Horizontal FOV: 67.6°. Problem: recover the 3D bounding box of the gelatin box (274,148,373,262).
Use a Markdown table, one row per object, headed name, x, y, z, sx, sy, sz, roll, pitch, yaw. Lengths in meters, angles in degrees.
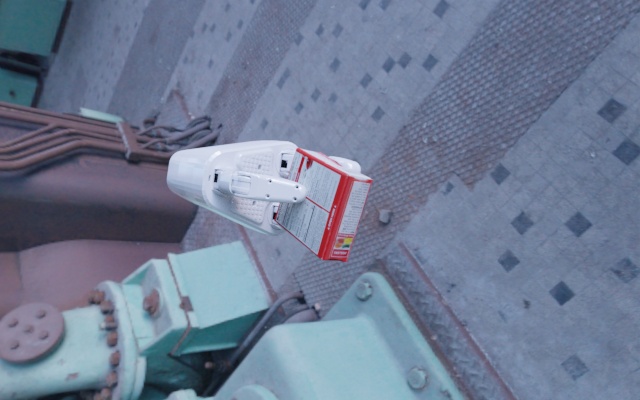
| name | x | y | z | sx | sy | sz | roll | pitch | yaw |
| --- | --- | --- | --- | --- | --- | --- | --- | --- | --- |
| gelatin box | 0.000 | 0.001 | 0.413 | 0.030 | 0.073 | 0.089 | 8 | 15 | -35 |
